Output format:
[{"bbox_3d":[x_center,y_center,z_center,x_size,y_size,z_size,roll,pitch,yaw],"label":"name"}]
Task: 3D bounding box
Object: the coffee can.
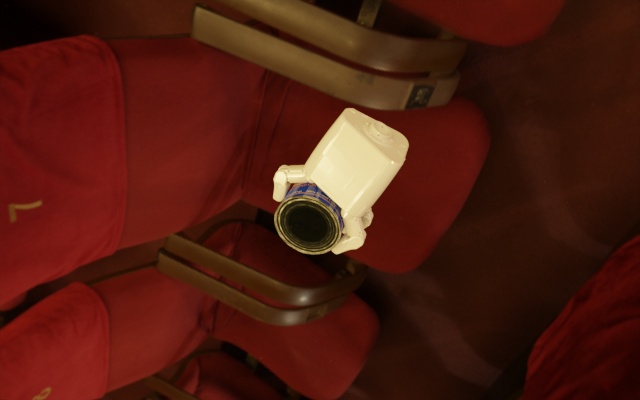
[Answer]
[{"bbox_3d":[0.000,0.002,0.753,0.103,0.103,0.140,0,31,19],"label":"coffee can"}]
